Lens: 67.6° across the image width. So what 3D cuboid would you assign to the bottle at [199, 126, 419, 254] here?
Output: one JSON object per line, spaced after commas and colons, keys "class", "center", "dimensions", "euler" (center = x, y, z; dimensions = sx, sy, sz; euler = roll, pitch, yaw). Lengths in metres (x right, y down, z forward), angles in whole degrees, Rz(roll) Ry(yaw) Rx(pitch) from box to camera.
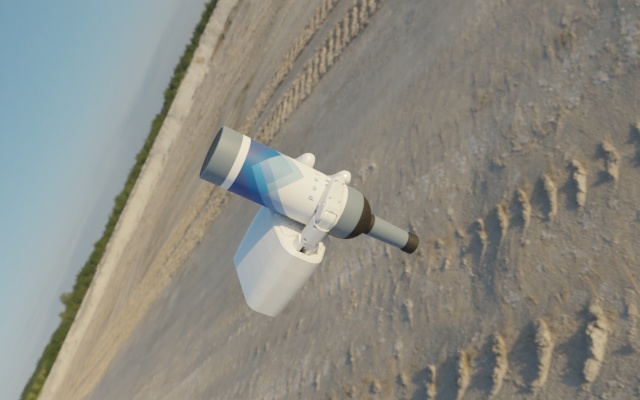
{"class": "bottle", "center": [0.000, 0.002, 0.598], "dimensions": [0.296, 0.069, 0.069], "euler": [25, -9, -20]}
